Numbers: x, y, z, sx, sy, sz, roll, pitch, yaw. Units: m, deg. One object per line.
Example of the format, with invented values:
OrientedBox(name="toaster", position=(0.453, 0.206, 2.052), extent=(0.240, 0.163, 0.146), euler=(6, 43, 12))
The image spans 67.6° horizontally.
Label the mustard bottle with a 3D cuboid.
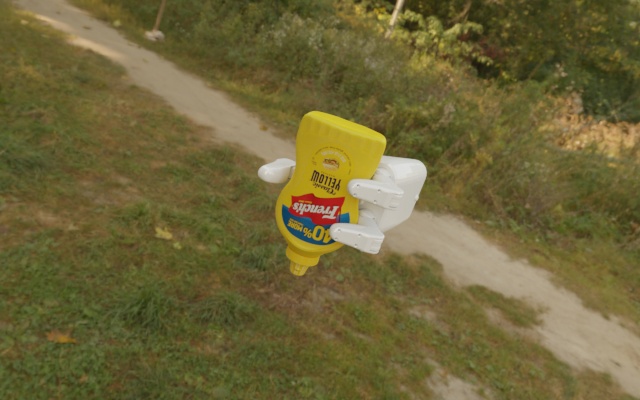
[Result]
OrientedBox(name="mustard bottle", position=(0.000, 0.002, 0.551), extent=(0.096, 0.192, 0.058), euler=(20, 20, 4))
